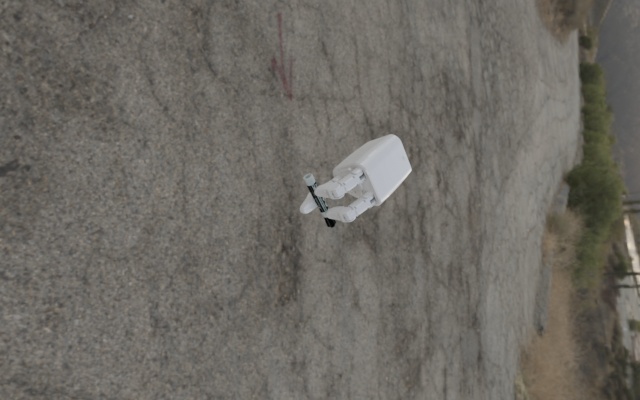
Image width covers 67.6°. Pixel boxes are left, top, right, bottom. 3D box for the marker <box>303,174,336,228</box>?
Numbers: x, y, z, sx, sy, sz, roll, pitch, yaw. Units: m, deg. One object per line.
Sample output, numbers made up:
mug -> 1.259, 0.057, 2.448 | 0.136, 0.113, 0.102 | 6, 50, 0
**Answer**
marker -> 0.000, 0.003, 0.899 | 0.020, 0.121, 0.020 | -20, 30, 12
